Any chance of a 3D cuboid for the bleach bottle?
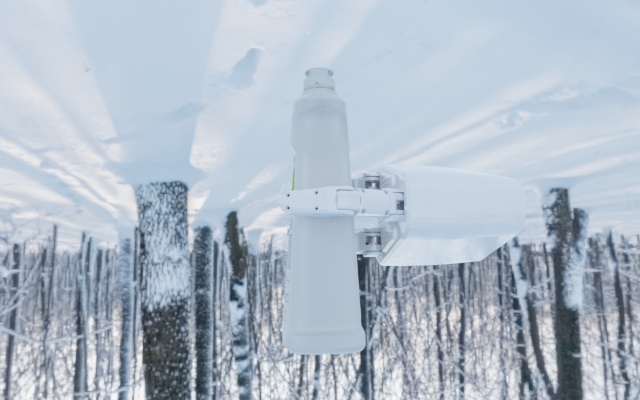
[{"bbox_3d":[0.000,0.001,0.431,0.068,0.251,0.102,1,-8,-7],"label":"bleach bottle"}]
